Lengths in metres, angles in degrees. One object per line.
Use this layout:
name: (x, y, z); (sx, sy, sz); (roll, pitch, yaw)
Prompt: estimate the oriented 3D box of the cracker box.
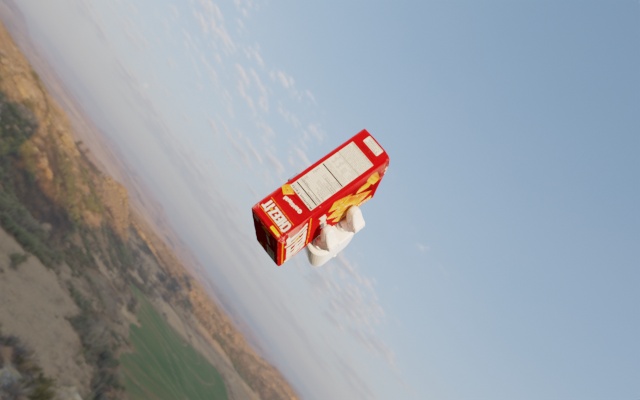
cracker box: (0.000, 0.002, 0.756); (0.213, 0.072, 0.164); (-36, -14, -16)
